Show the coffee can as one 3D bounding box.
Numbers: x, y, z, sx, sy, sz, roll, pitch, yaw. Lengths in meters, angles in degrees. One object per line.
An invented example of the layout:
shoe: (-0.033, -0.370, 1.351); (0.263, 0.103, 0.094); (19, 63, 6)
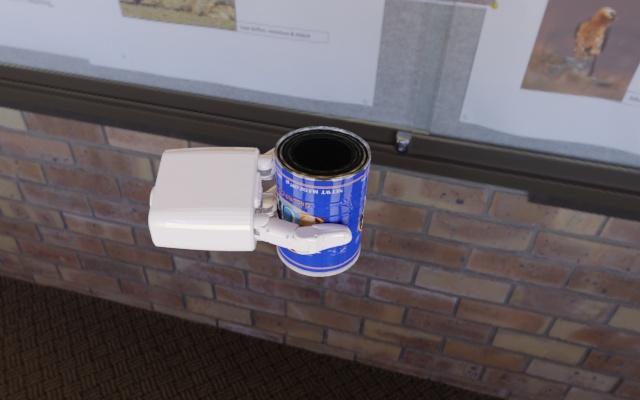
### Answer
coffee can: (0.000, 0.002, 0.544); (0.103, 0.140, 0.102); (2, 39, -1)
